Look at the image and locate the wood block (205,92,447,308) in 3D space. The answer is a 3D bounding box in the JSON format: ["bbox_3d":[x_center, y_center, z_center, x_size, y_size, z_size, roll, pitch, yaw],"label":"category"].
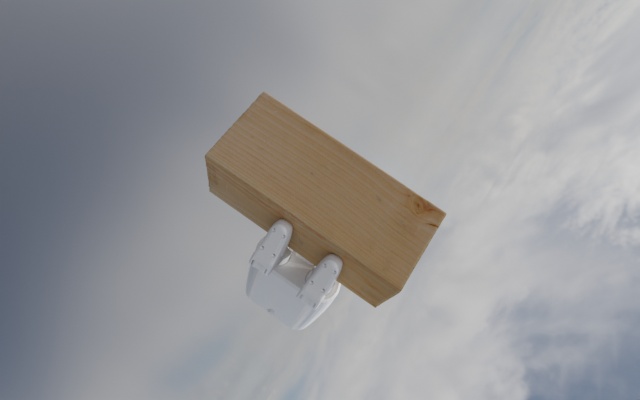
[{"bbox_3d":[0.000,0.002,0.465,0.206,0.090,0.090,34,-23,5],"label":"wood block"}]
